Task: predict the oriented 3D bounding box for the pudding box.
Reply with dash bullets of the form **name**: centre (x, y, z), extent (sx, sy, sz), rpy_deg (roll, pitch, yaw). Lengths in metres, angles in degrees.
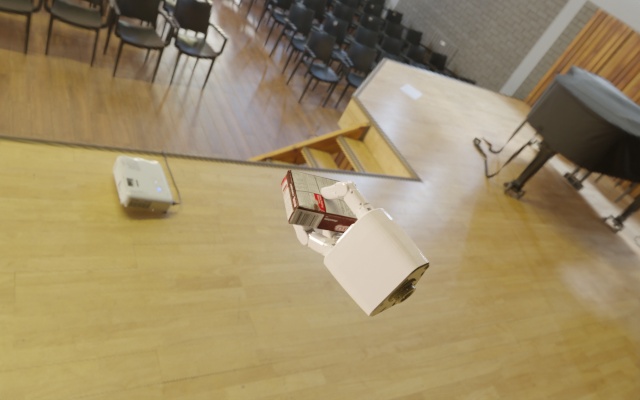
- **pudding box**: centre (0.000, 0.002, 0.750), extent (0.113, 0.039, 0.090), rpy_deg (13, 38, -26)
